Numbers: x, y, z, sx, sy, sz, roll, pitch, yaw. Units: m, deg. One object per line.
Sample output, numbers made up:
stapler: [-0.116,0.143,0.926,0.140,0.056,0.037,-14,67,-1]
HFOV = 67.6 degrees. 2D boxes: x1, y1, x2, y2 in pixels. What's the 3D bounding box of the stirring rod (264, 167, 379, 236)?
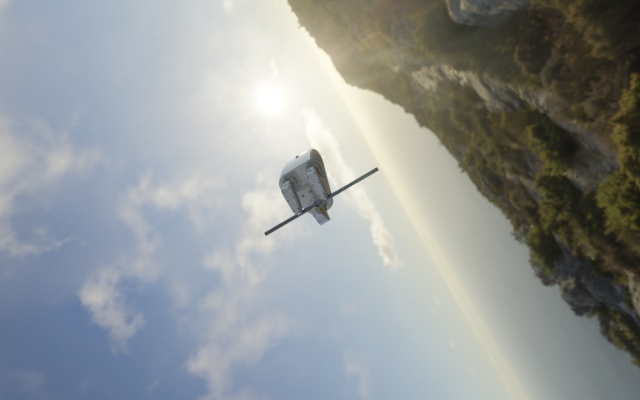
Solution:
stirring rod: [0.000,0.003,0.869,0.239,0.011,0.011,-30,-5,8]
